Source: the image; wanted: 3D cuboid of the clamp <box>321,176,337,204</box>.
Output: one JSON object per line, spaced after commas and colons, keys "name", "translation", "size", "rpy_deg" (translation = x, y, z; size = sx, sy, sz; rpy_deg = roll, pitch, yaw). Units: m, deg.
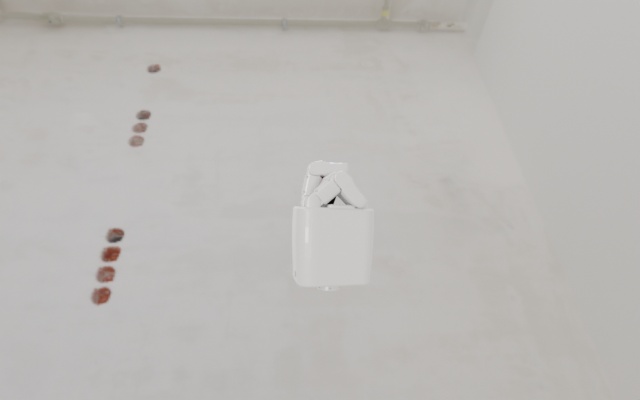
{"name": "clamp", "translation": [0.001, 0.002, 0.768], "size": [0.039, 0.120, 0.171], "rpy_deg": [5, -1, -5]}
